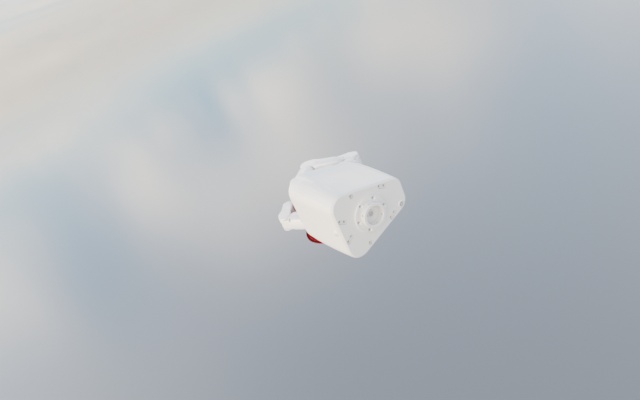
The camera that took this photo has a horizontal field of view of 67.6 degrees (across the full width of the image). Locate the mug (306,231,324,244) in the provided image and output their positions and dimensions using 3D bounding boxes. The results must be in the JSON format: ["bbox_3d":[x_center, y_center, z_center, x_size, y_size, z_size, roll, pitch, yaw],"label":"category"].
[{"bbox_3d":[-0.001,0.002,0.735,0.093,0.081,0.117,-35,29,-20],"label":"mug"}]
